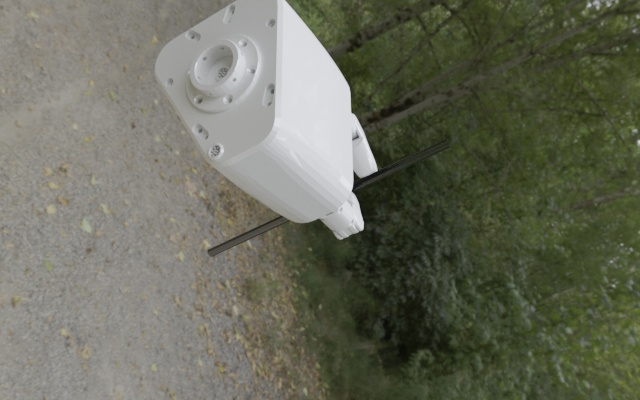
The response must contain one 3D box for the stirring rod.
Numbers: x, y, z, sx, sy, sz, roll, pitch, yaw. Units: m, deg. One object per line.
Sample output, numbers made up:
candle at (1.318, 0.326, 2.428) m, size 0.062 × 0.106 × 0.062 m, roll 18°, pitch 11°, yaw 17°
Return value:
stirring rod at (0.000, 0.001, 0.426) m, size 0.239 × 0.011 × 0.011 m, roll -25°, pitch -7°, yaw 15°
